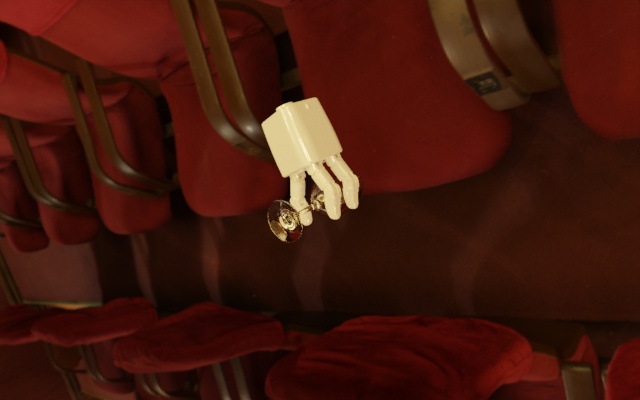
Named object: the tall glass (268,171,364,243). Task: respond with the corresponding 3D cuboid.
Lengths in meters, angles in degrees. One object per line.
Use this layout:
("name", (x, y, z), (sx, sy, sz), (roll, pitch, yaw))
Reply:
("tall glass", (0.000, 0.003, 0.853), (0.079, 0.079, 0.201), (0, 18, 39))
